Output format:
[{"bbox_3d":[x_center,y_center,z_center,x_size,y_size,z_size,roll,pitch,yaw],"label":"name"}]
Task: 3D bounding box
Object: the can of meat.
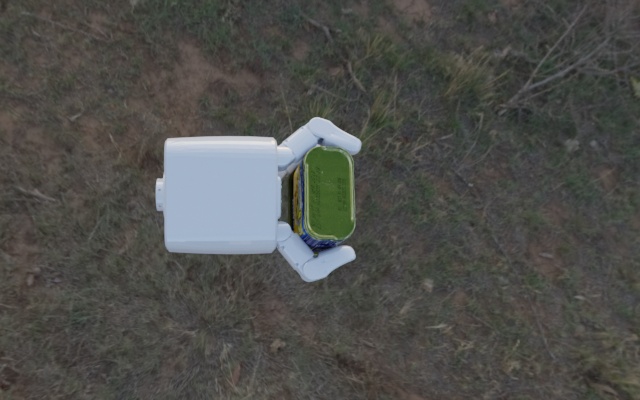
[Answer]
[{"bbox_3d":[0.000,0.002,0.504,0.057,0.102,0.084,2,-15,-12],"label":"can of meat"}]
